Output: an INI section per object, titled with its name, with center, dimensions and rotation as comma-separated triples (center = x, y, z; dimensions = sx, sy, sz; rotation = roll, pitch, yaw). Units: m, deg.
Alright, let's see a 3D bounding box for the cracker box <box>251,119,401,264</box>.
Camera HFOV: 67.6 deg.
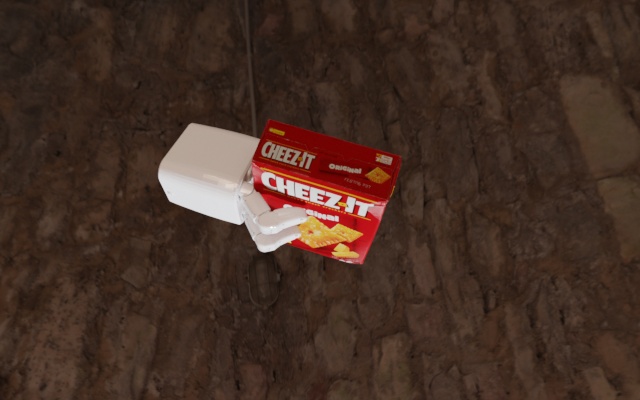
[cracker box]
center = 0.000, 0.002, 0.632
dimensions = 0.164, 0.072, 0.214
rotation = 16, -27, 4
